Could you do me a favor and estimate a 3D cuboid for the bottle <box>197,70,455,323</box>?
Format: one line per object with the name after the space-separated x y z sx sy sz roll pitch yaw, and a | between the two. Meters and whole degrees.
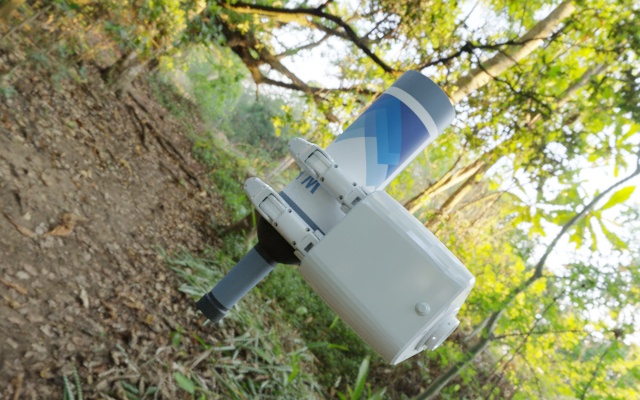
0.000 0.001 0.452 0.295 0.069 0.069 -44 4 -4 | bottle
